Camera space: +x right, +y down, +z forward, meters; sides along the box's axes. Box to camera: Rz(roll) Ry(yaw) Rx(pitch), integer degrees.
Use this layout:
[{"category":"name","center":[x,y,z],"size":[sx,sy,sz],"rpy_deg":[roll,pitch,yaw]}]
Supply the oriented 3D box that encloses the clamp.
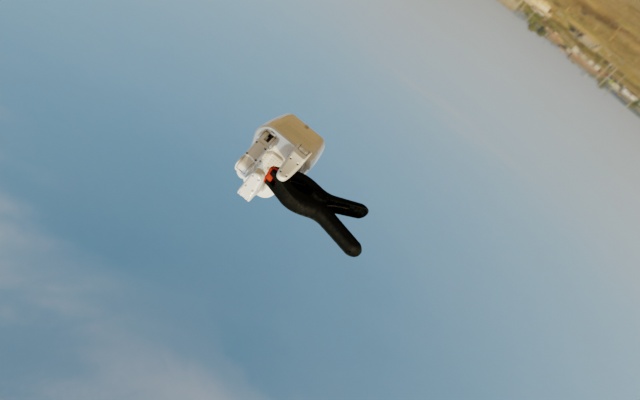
[{"category":"clamp","center":[0.000,0.003,0.694],"size":[0.171,0.039,0.120],"rpy_deg":[39,24,-1]}]
